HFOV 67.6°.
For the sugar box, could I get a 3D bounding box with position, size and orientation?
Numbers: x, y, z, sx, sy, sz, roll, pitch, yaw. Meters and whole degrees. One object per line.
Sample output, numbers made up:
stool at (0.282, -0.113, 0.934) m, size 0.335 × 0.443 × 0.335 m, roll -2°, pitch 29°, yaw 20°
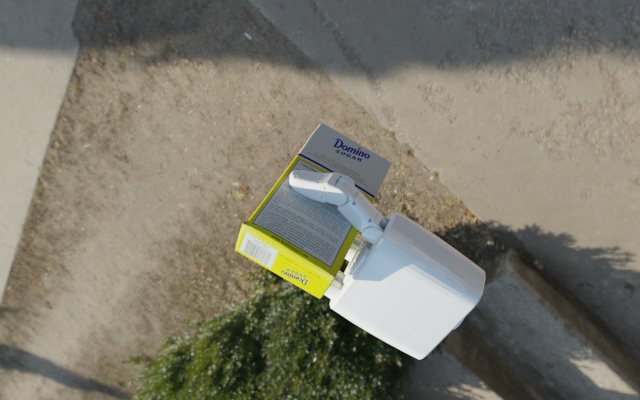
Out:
sugar box at (0.000, 0.002, 0.478) m, size 0.093 × 0.048 × 0.176 m, roll 30°, pitch 44°, yaw 3°
